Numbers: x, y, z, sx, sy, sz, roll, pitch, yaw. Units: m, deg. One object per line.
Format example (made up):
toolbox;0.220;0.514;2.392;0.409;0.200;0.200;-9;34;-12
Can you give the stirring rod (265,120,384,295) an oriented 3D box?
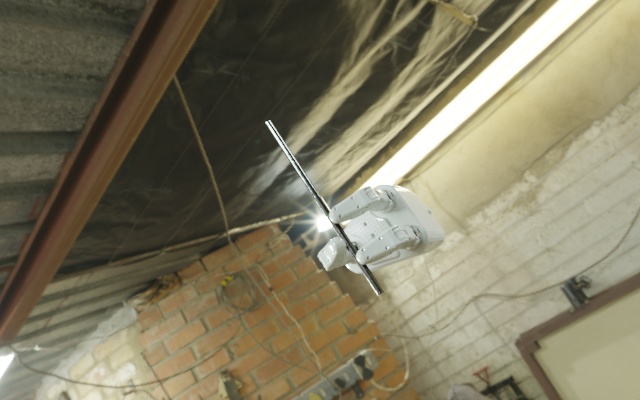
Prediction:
stirring rod;0.000;0.002;0.536;0.011;0.239;0.011;-30;-18;-11
